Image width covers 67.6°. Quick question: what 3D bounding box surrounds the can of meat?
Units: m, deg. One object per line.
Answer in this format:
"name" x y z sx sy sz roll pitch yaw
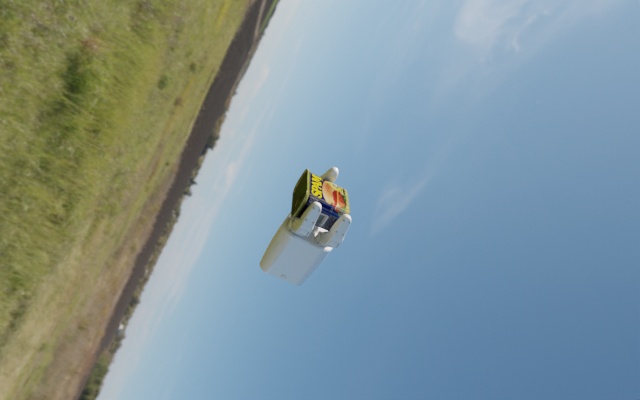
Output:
"can of meat" 0.000 0.003 0.819 0.084 0.057 0.102 26 28 -15
